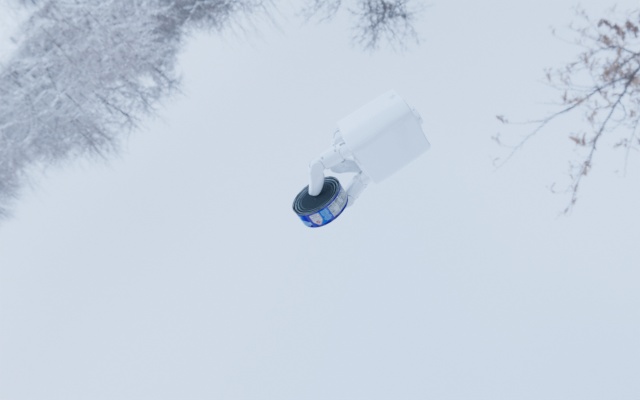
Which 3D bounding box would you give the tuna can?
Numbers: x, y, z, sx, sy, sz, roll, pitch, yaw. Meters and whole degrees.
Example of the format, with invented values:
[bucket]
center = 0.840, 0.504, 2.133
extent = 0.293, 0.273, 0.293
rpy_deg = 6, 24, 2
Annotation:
[tuna can]
center = 0.000, 0.003, 0.753
extent = 0.086, 0.034, 0.086
rpy_deg = -25, 31, 17
